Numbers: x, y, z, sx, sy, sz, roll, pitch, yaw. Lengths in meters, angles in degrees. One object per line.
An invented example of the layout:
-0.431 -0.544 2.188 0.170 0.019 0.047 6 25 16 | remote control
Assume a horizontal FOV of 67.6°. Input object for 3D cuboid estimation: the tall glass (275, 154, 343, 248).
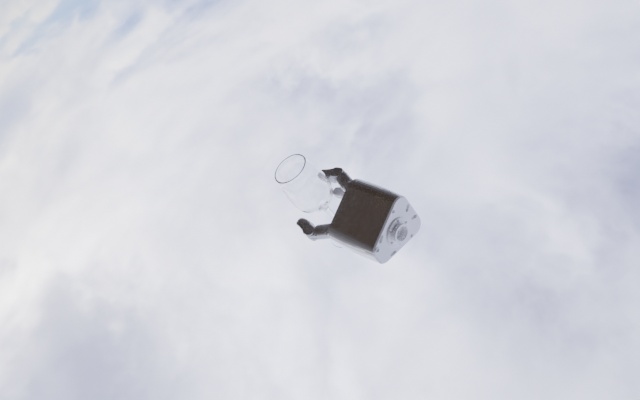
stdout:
0.000 0.003 0.856 0.079 0.079 0.201 0 -34 39 | tall glass
